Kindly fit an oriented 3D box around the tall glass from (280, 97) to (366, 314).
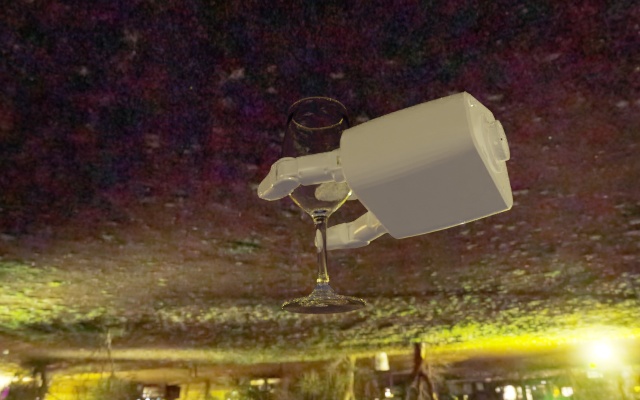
[{"bbox_3d":[0.000,0.002,0.458,0.079,0.201,0.079,-2,-23,-1],"label":"tall glass"}]
